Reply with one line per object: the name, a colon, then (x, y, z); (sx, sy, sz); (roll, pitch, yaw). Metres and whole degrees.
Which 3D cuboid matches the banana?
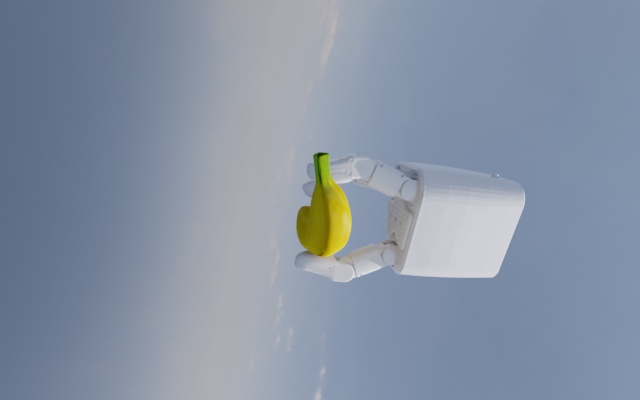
banana: (0.001, 0.019, 0.442); (0.037, 0.069, 0.198); (0, -14, -8)
